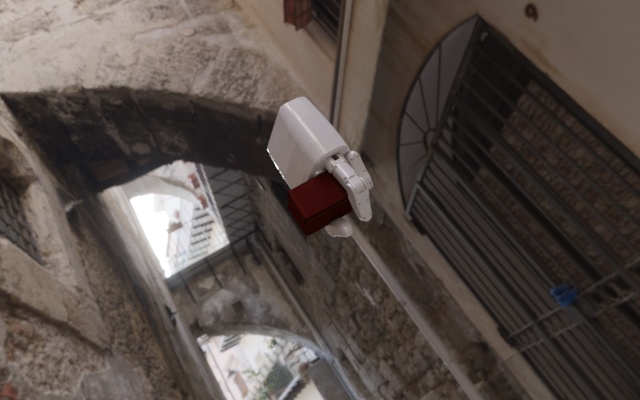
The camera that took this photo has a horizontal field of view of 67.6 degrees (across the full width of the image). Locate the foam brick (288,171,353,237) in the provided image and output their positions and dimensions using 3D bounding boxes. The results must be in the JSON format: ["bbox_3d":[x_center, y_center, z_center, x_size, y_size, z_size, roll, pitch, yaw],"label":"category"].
[{"bbox_3d":[0.000,0.002,0.645,0.078,0.051,0.053,-29,-23,-17],"label":"foam brick"}]
